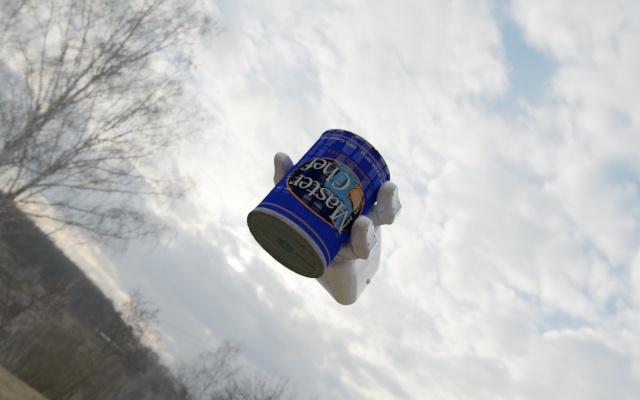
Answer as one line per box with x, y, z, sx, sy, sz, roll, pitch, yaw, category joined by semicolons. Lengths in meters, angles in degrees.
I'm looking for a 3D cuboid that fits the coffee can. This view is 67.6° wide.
0.000;0.002;0.538;0.103;0.103;0.140;0;43;50;coffee can
